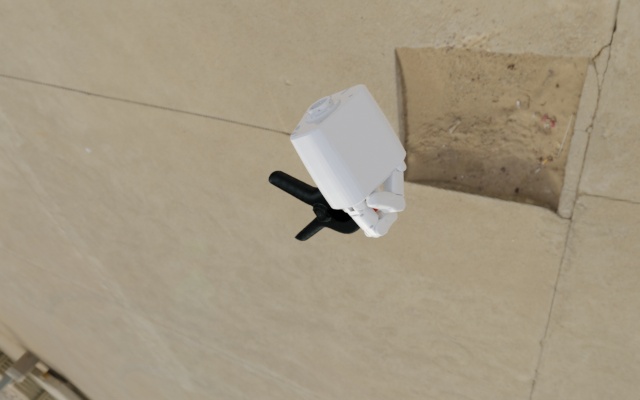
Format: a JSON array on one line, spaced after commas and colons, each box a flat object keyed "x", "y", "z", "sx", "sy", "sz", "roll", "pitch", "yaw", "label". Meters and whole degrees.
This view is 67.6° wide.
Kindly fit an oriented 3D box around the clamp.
[{"x": 0.000, "y": 0.003, "z": 0.669, "sx": 0.171, "sy": 0.120, "sz": 0.039, "roll": -11, "pitch": 32, "yaw": 43, "label": "clamp"}]
